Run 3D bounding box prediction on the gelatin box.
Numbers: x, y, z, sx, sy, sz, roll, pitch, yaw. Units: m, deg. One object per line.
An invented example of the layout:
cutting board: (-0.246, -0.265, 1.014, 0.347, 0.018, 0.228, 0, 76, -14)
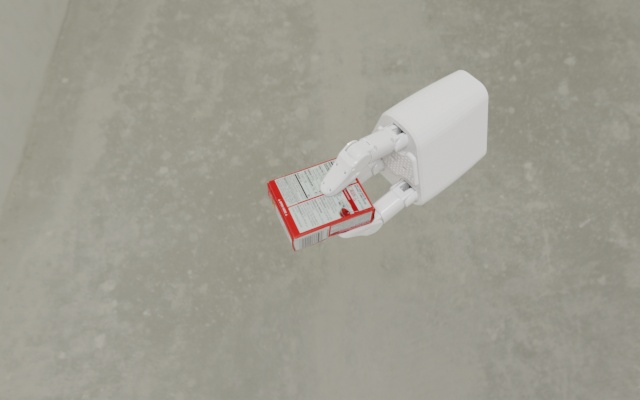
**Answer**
gelatin box: (0.000, 0.001, 0.482, 0.089, 0.073, 0.030, -20, -31, -14)
